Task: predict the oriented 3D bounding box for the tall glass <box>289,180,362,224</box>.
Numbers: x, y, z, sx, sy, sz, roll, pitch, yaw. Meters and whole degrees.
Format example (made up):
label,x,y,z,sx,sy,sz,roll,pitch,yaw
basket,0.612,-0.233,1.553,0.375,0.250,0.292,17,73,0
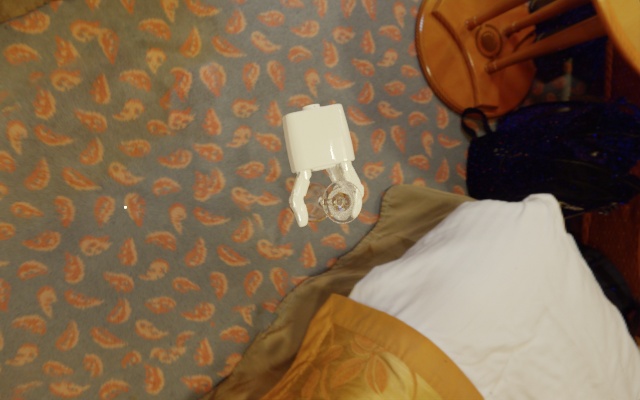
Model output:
label,x,y,z,sx,sy,sz,roll,pitch,yaw
tall glass,0.000,0.003,0.898,0.079,0.079,0.201,0,-1,-22
